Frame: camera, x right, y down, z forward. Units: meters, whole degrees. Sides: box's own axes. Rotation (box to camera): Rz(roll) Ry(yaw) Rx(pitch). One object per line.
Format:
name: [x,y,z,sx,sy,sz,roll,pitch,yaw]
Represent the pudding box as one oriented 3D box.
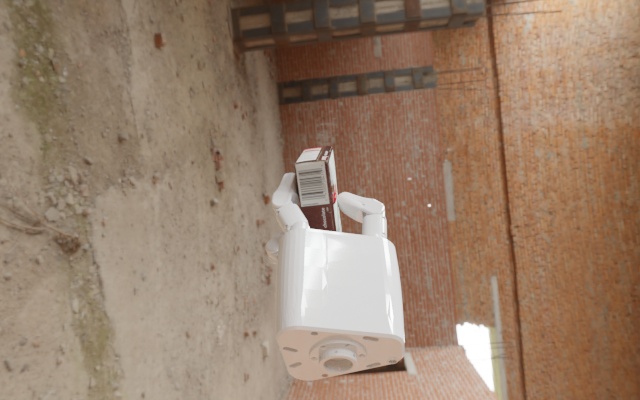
pudding box: [0.000,0.002,0.539,0.039,0.113,0.090,-4,15,5]
